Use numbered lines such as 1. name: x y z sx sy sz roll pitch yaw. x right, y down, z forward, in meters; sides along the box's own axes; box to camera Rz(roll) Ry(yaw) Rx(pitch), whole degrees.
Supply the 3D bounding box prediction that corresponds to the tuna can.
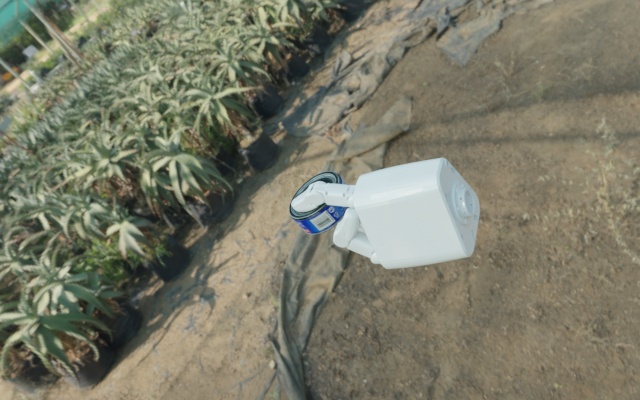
1. tuna can: 0.000 0.002 0.633 0.086 0.086 0.034 0 -40 50
